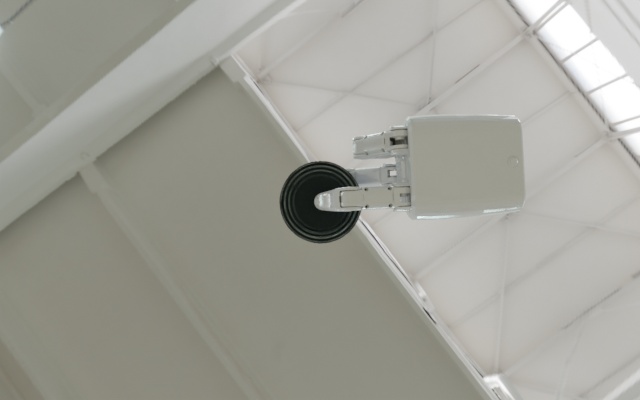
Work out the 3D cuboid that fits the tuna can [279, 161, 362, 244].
[{"bbox_3d":[0.000,0.002,0.510,0.086,0.086,0.034,0,1,-1],"label":"tuna can"}]
